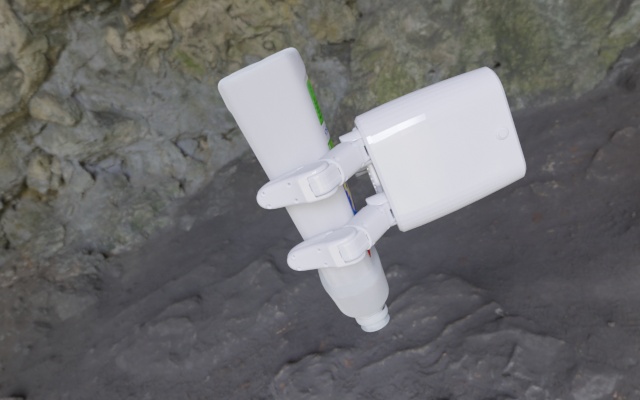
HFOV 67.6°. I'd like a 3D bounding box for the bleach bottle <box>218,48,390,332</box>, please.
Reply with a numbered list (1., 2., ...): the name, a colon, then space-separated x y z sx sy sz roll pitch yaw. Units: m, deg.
1. bleach bottle: 0.000 0.001 0.410 0.068 0.251 0.102 -23 19 5
